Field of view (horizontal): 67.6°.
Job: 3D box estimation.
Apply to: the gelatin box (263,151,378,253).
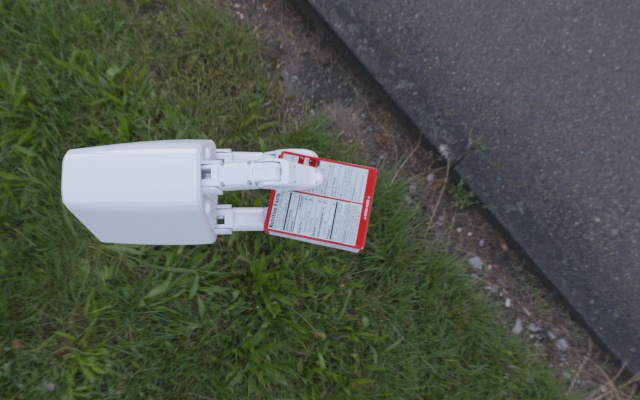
[{"bbox_3d":[0.000,0.001,0.422,0.089,0.073,0.030,11,-12,1],"label":"gelatin box"}]
